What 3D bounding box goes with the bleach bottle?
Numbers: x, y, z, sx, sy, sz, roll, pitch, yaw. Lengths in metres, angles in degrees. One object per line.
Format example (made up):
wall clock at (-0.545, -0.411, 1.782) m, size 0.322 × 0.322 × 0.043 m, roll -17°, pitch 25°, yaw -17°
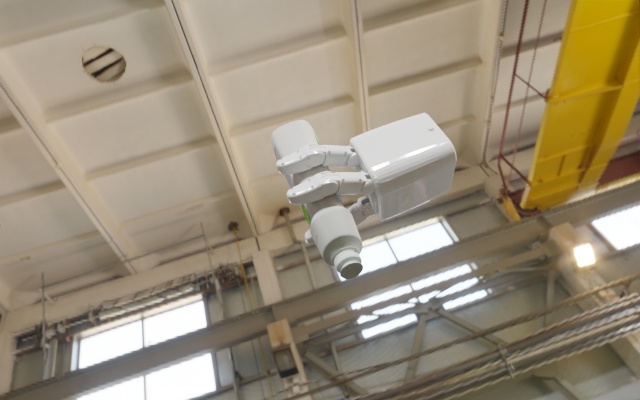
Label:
bleach bottle at (0.000, 0.002, 0.625) m, size 0.068 × 0.250 × 0.103 m, roll -22°, pitch -44°, yaw -2°
